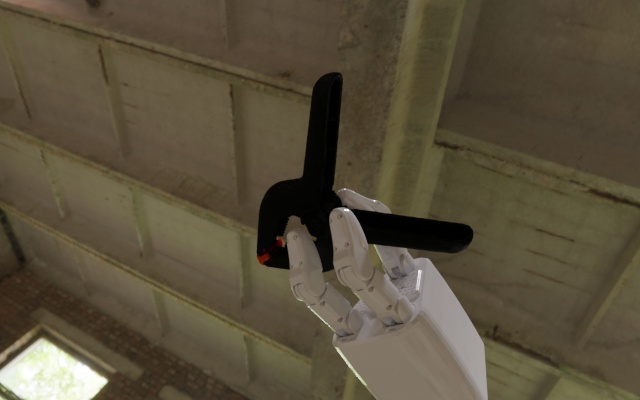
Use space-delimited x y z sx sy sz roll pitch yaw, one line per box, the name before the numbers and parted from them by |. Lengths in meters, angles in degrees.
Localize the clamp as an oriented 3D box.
clamp | 0.000 0.001 0.409 0.210 0.164 0.036 -27 12 43
